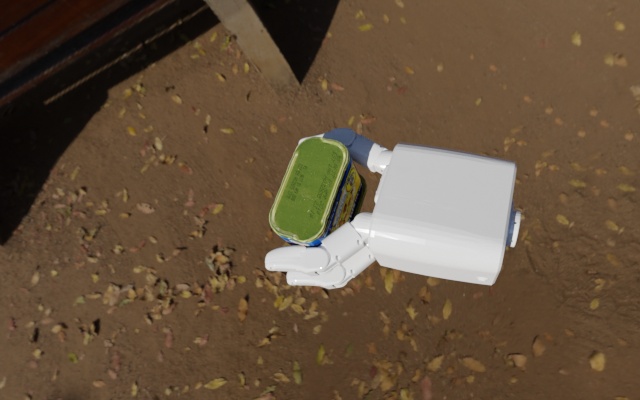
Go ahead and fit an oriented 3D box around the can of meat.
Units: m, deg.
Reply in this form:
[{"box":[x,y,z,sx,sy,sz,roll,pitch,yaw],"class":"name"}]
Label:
[{"box":[0.000,0.001,0.448,0.057,0.102,0.084,15,-15,19],"class":"can of meat"}]
